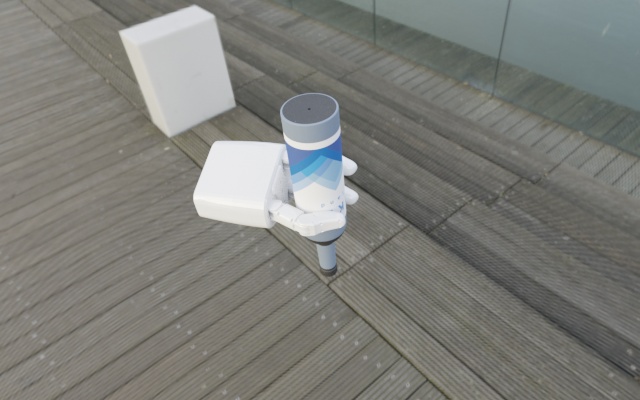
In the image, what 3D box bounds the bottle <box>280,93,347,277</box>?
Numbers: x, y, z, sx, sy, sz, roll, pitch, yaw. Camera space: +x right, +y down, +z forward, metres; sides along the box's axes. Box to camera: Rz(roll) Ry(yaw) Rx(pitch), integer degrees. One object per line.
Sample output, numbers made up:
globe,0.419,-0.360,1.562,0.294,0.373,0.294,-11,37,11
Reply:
bottle,0.000,0.002,0.639,0.069,0.296,0.069,-4,44,3
